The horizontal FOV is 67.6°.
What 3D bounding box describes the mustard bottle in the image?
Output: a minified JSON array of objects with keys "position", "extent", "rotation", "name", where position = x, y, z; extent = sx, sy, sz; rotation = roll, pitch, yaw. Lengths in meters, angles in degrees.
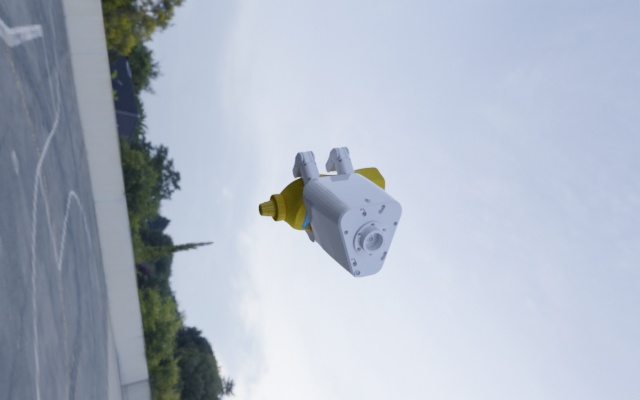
[{"position":[0.000,0.002,0.725],"extent":[0.191,0.058,0.096],"rotation":[-8,-41,-23],"name":"mustard bottle"}]
